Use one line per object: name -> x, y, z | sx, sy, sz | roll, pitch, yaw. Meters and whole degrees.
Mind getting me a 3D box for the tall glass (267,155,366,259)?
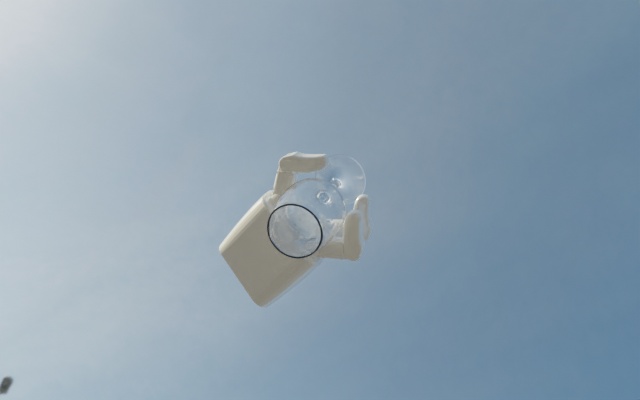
tall glass -> 0.000, 0.002, 0.587 | 0.079, 0.079, 0.201 | 0, 18, 17
